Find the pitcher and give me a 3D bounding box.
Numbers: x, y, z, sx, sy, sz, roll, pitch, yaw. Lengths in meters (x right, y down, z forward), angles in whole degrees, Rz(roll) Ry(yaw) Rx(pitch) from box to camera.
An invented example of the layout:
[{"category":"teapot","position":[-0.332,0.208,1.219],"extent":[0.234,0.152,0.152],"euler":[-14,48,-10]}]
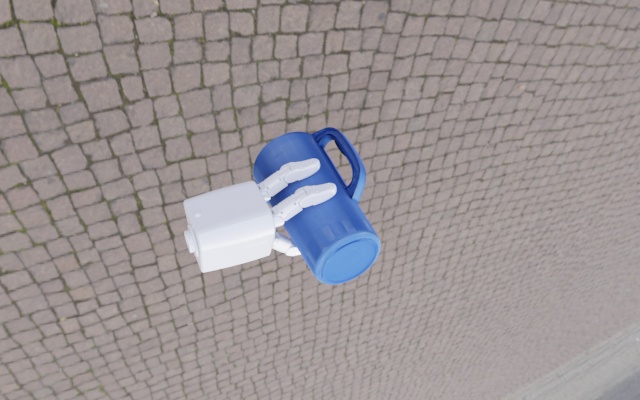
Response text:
[{"category":"pitcher","position":[0.000,0.003,0.752],"extent":[0.145,0.149,0.242],"euler":[-14,47,-22]}]
